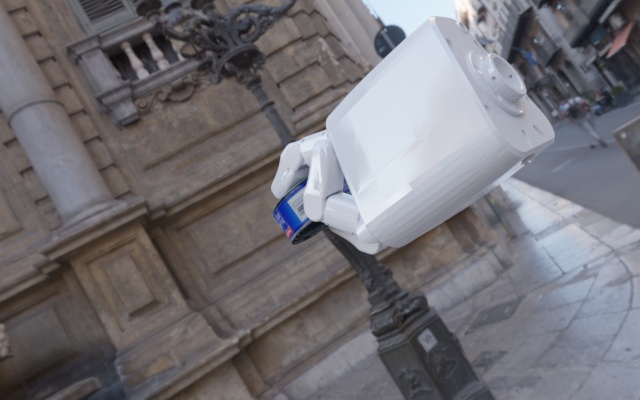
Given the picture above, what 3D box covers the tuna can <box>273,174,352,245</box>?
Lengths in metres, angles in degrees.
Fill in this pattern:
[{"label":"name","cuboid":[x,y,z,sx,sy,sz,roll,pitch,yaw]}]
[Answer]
[{"label":"tuna can","cuboid":[0.000,0.001,0.431,0.086,0.033,0.086,-35,-11,-8]}]
